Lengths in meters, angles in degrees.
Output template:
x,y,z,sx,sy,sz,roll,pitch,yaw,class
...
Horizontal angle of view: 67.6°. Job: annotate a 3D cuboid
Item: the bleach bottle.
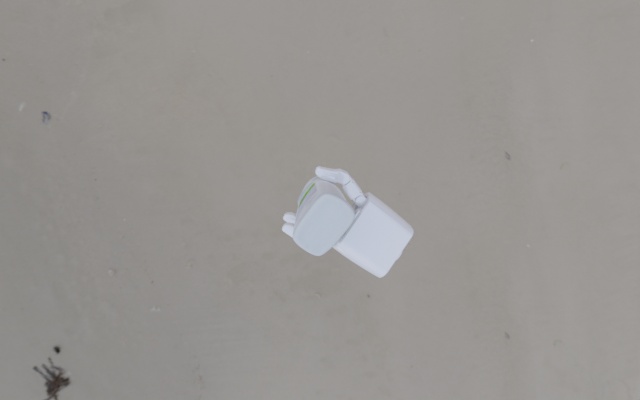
x,y,z,sx,sy,sz,roll,pitch,yaw,class
0.000,0.003,0.829,0.068,0.102,0.250,36,13,-11,bleach bottle
